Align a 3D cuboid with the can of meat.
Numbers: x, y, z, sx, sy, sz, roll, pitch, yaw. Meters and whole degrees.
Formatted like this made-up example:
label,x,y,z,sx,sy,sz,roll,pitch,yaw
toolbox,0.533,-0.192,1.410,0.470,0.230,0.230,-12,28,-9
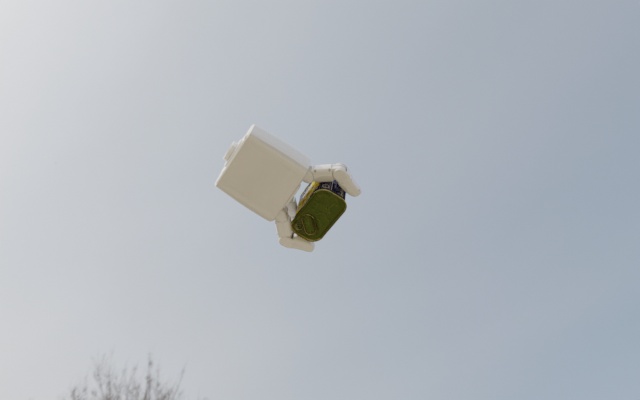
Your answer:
label,x,y,z,sx,sy,sz,roll,pitch,yaw
can of meat,0.000,0.002,0.776,0.057,0.102,0.084,30,32,-13
